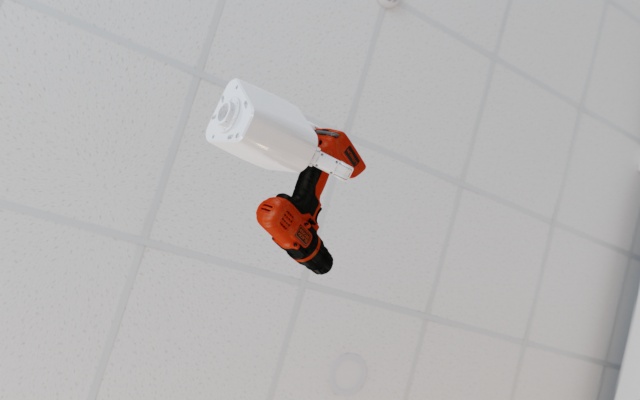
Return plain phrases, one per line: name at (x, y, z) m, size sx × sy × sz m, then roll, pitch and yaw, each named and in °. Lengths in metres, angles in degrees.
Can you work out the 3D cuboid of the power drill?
power drill at (0.000, 0.002, 0.713) m, size 0.057 × 0.187 × 0.184 m, roll 12°, pitch -25°, yaw 35°
